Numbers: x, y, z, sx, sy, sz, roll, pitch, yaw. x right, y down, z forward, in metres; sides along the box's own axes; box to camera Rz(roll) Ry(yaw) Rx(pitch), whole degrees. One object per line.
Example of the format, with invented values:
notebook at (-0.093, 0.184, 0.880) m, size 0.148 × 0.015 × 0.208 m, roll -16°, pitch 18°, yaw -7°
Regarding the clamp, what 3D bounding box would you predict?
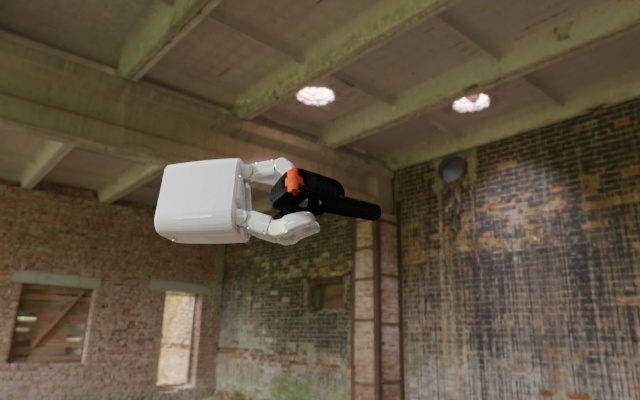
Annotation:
clamp at (0.000, 0.001, 0.634) m, size 0.164 × 0.036 × 0.210 m, roll -6°, pitch -16°, yaw 4°
